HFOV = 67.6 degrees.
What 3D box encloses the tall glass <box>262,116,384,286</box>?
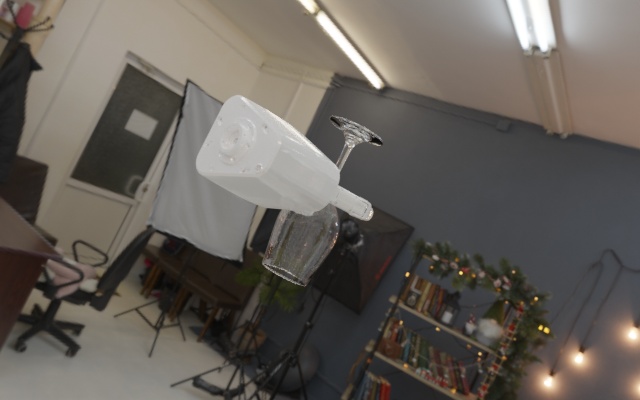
[{"bbox_3d":[0.001,0.001,0.589,0.079,0.201,0.079,26,-2,1],"label":"tall glass"}]
